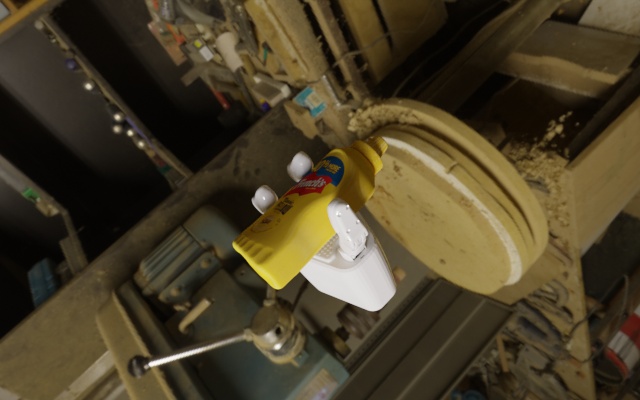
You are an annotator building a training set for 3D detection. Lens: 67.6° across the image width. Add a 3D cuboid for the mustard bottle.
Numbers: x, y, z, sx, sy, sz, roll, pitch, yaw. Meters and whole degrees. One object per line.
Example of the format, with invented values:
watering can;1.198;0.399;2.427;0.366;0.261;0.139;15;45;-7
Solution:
mustard bottle;0.000;0.002;0.496;0.191;0.058;0.096;-44;23;-12
